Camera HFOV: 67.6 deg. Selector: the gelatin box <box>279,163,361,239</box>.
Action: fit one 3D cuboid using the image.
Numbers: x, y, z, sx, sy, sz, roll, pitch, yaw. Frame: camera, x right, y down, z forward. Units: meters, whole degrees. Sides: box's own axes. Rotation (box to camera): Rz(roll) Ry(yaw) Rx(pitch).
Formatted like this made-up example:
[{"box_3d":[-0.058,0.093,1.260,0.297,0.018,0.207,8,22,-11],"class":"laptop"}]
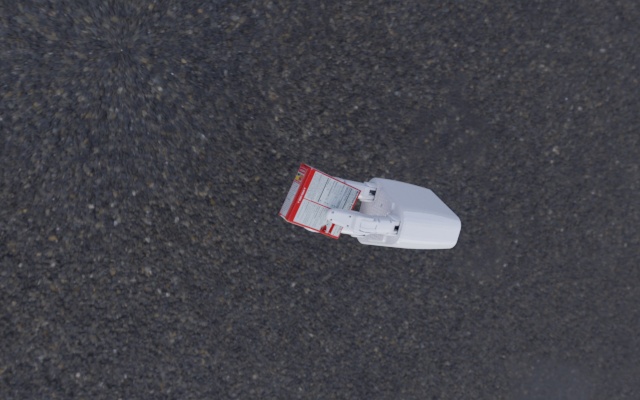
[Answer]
[{"box_3d":[0.000,0.002,0.620,0.089,0.073,0.030,22,5,-35],"class":"gelatin box"}]
